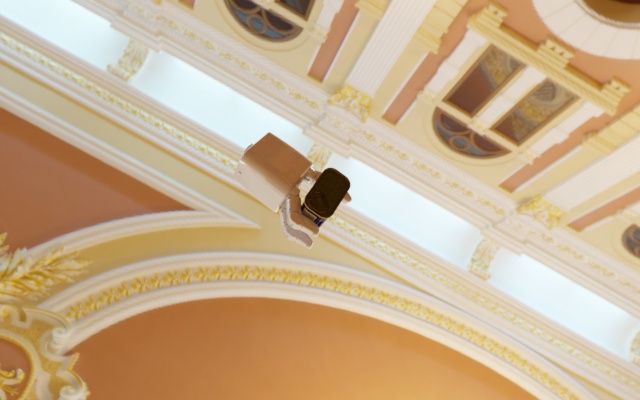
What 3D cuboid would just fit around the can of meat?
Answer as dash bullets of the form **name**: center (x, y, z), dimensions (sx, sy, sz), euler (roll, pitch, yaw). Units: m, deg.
- **can of meat**: center (0.000, 0.003, 0.867), dimensions (0.057, 0.102, 0.084), euler (35, -33, -2)
